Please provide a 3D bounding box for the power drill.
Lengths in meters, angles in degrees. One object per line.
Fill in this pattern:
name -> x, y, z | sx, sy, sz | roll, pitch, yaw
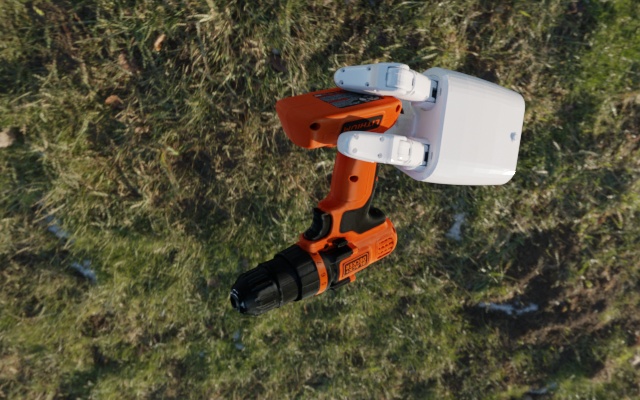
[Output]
power drill -> 0.000, 0.001, 0.421 | 0.184, 0.188, 0.057 | -22, 40, -34
